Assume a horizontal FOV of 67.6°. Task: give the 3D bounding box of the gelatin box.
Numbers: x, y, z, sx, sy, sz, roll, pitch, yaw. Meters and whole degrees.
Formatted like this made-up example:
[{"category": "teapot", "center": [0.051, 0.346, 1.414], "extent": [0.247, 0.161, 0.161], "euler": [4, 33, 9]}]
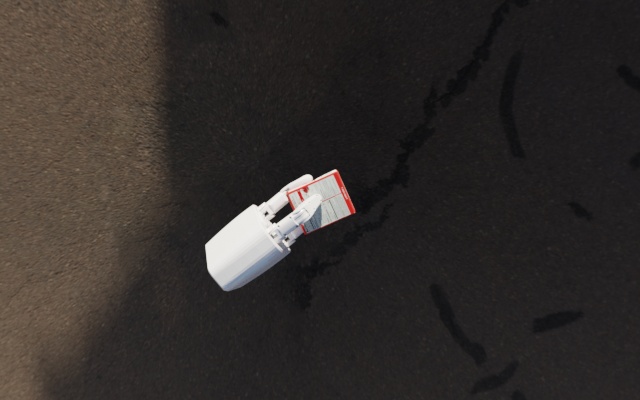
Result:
[{"category": "gelatin box", "center": [0.000, 0.002, 0.753], "extent": [0.089, 0.073, 0.030], "euler": [-24, 9, 3]}]
